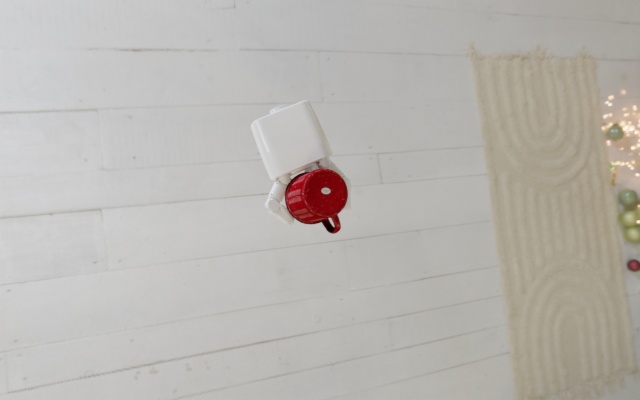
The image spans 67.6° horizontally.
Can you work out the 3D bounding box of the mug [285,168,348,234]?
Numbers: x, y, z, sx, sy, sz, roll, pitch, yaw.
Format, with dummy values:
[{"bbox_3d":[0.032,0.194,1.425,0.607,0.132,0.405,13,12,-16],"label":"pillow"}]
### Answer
[{"bbox_3d":[0.001,0.004,0.798,0.093,0.117,0.081,-26,3,-20],"label":"mug"}]
